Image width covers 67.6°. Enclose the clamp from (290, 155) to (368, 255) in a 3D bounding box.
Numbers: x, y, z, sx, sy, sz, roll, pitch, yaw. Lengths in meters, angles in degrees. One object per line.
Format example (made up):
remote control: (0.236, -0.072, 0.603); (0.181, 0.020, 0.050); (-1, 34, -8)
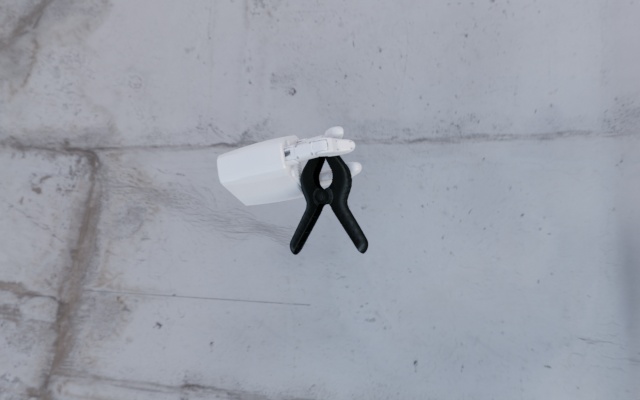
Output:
clamp: (0.000, 0.002, 0.704); (0.120, 0.171, 0.039); (-12, -10, 16)
